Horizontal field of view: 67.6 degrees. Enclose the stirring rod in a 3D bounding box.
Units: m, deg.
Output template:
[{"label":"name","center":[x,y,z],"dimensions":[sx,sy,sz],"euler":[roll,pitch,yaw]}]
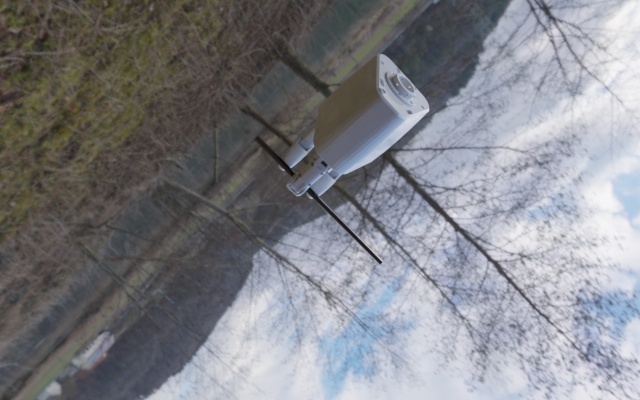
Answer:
[{"label":"stirring rod","center":[0.000,0.002,0.643],"dimensions":[0.239,0.011,0.011],"euler":[45,-9,-9]}]
